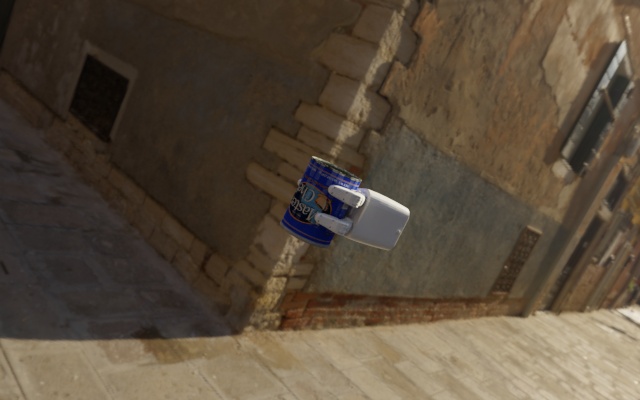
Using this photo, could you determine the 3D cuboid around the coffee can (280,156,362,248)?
[{"bbox_3d":[0.000,0.003,0.887,0.103,0.140,0.103,25,9,-4],"label":"coffee can"}]
